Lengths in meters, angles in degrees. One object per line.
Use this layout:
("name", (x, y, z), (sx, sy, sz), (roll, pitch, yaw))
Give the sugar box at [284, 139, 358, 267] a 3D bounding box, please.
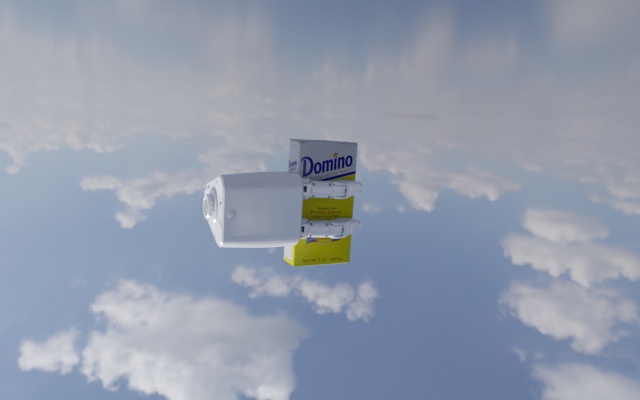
("sugar box", (0.000, 0.002, 0.684), (0.093, 0.176, 0.048), (-1, 12, -26))
